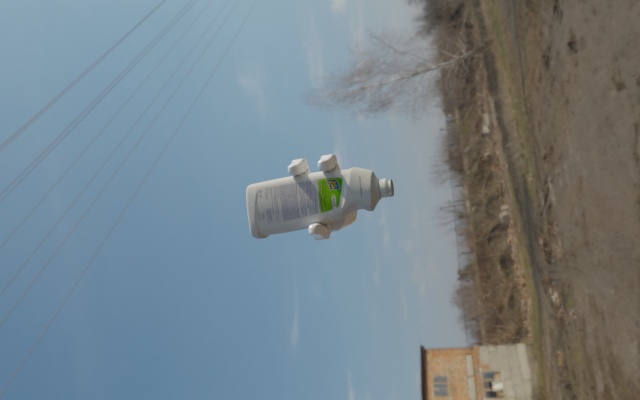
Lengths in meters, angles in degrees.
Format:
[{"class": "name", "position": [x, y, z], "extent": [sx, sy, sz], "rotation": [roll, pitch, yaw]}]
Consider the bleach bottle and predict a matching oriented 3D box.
[{"class": "bleach bottle", "position": [0.000, 0.003, 0.816], "extent": [0.251, 0.102, 0.068], "rotation": [-7, -2, 18]}]
